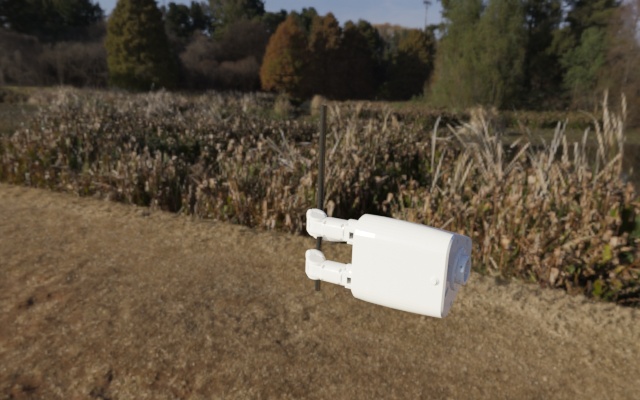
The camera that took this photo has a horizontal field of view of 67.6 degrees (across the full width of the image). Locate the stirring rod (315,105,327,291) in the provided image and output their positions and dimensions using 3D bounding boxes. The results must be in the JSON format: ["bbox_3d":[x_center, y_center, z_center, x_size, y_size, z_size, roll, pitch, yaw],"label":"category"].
[{"bbox_3d":[0.000,0.002,0.604,0.011,0.239,0.011,2,14,0],"label":"stirring rod"}]
